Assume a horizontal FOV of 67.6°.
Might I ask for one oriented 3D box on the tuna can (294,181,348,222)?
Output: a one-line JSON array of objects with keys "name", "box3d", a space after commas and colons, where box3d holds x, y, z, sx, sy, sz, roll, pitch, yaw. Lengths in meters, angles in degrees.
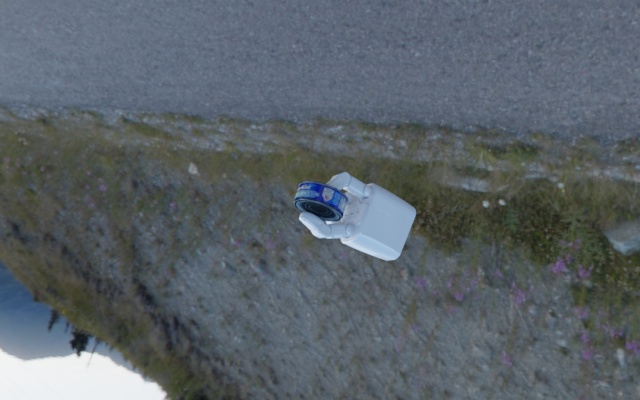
[{"name": "tuna can", "box3d": [0.000, 0.003, 0.782, 0.086, 0.033, 0.086, 16, -20, 6]}]
